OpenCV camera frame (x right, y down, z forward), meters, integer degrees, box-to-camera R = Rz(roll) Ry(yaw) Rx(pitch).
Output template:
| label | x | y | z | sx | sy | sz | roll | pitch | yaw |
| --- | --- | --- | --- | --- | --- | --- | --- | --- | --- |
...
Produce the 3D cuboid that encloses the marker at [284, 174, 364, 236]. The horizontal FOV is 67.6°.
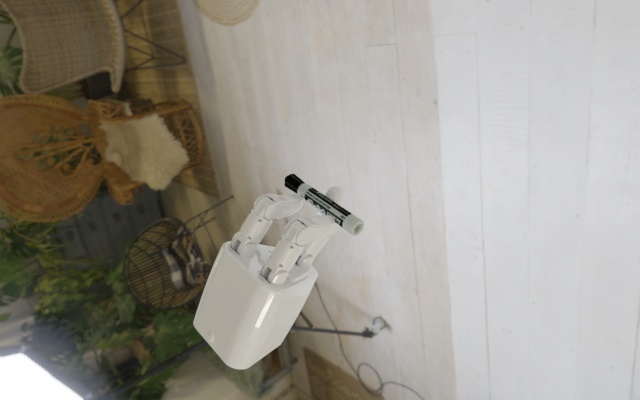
| label | x | y | z | sx | sy | sz | roll | pitch | yaw |
| --- | --- | --- | --- | --- | --- | --- | --- | --- | --- |
| marker | 0.000 | 0.002 | 0.538 | 0.121 | 0.020 | 0.020 | 35 | 22 | 36 |
